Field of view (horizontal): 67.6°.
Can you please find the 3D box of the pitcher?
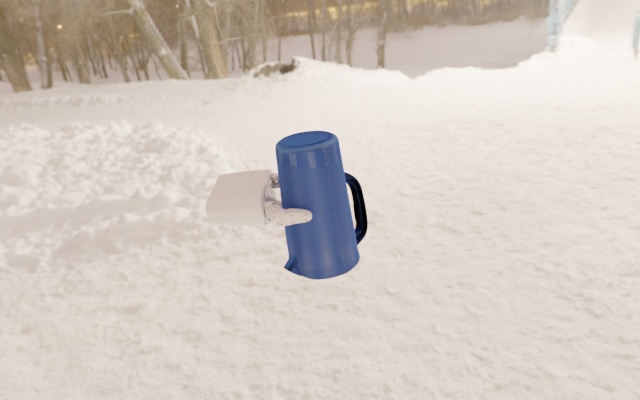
[{"bbox_3d":[0.000,0.003,0.848,0.145,0.243,0.149,-3,23,12],"label":"pitcher"}]
